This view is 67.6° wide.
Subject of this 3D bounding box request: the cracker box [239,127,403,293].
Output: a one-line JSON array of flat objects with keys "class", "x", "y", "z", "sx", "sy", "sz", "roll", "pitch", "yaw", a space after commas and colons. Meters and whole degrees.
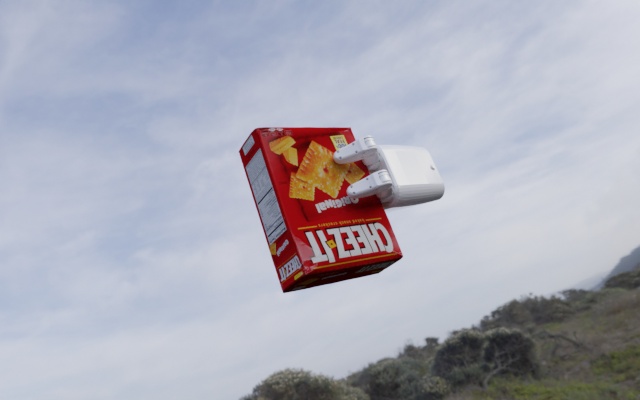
[{"class": "cracker box", "x": 0.000, "y": 0.002, "z": 0.653, "sx": 0.164, "sy": 0.213, "sz": 0.072, "roll": -5, "pitch": -25, "yaw": -35}]
